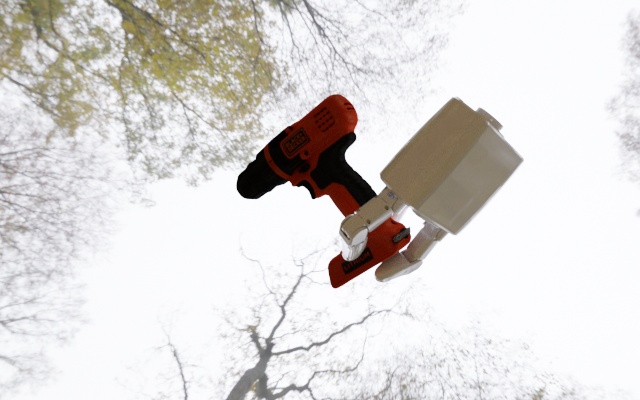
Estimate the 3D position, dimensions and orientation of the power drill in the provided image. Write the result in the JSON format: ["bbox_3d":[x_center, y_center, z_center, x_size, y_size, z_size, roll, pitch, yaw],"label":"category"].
[{"bbox_3d":[0.001,0.002,0.545,0.184,0.187,0.057,-35,-6,32],"label":"power drill"}]
